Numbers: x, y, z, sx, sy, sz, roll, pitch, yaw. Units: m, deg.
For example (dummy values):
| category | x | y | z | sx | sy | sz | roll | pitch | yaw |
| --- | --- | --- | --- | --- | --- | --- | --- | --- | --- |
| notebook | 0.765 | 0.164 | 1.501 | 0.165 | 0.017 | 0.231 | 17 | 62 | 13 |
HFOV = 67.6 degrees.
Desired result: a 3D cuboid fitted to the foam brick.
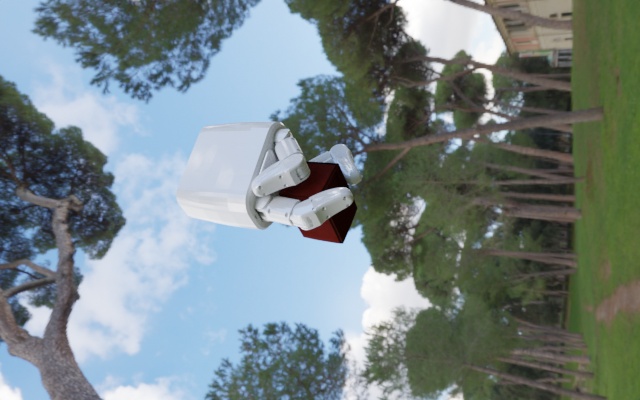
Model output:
| category | x | y | z | sx | sy | sz | roll | pitch | yaw |
| --- | --- | --- | --- | --- | --- | --- | --- | --- | --- |
| foam brick | 0.000 | 0.002 | 0.524 | 0.051 | 0.053 | 0.078 | 5 | -39 | 29 |
